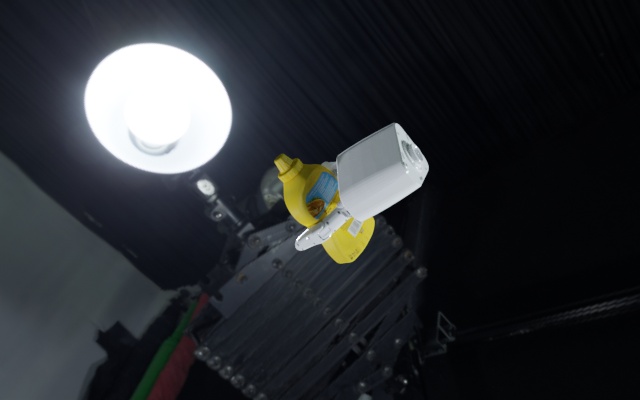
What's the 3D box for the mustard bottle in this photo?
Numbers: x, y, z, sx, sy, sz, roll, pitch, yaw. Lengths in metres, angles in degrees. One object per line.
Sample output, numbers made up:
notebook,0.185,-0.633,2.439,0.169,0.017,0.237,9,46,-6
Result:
mustard bottle,0.000,0.003,0.732,0.192,0.096,0.058,47,-34,-21
